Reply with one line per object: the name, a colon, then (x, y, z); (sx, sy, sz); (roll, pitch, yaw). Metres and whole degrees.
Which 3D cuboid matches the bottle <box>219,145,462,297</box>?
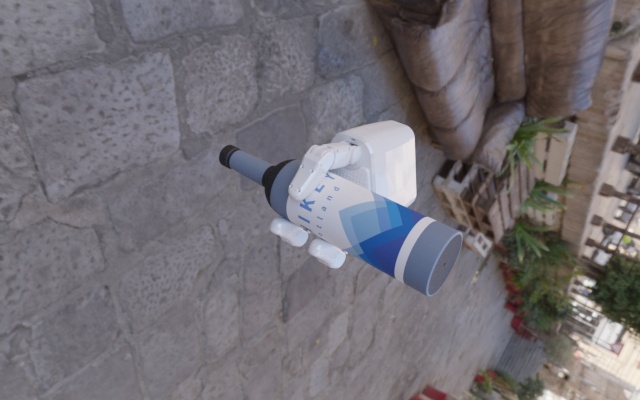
bottle: (0.000, 0.002, 0.509); (0.295, 0.069, 0.069); (27, 14, 30)
